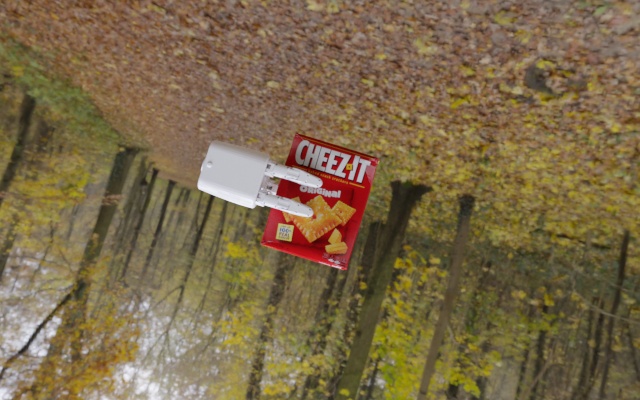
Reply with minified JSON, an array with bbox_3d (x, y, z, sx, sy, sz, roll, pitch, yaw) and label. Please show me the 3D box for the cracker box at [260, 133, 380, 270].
[{"bbox_3d":[0.000,0.003,0.881,0.164,0.213,0.072,17,-4,0],"label":"cracker box"}]
